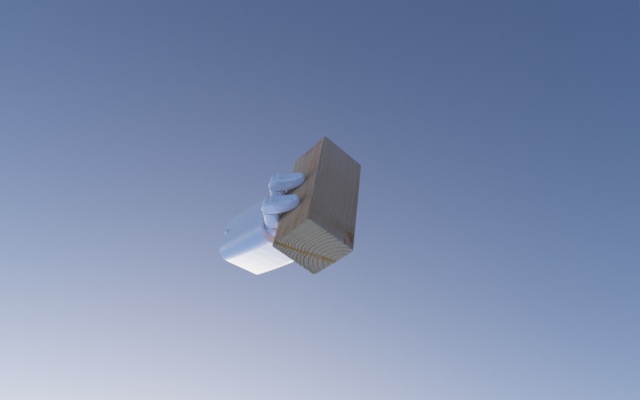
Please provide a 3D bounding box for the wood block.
[{"bbox_3d":[0.000,0.003,0.780,0.091,0.206,0.090,37,-53,-23],"label":"wood block"}]
